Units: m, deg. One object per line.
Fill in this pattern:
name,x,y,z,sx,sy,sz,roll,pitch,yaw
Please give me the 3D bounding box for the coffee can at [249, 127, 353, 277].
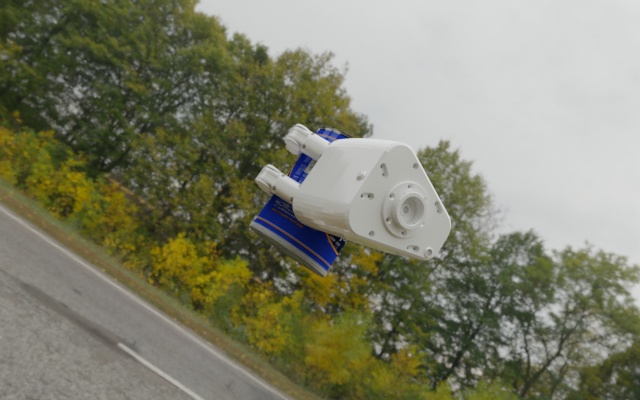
coffee can,0.000,0.002,0.550,0.103,0.140,0.103,33,-10,7
